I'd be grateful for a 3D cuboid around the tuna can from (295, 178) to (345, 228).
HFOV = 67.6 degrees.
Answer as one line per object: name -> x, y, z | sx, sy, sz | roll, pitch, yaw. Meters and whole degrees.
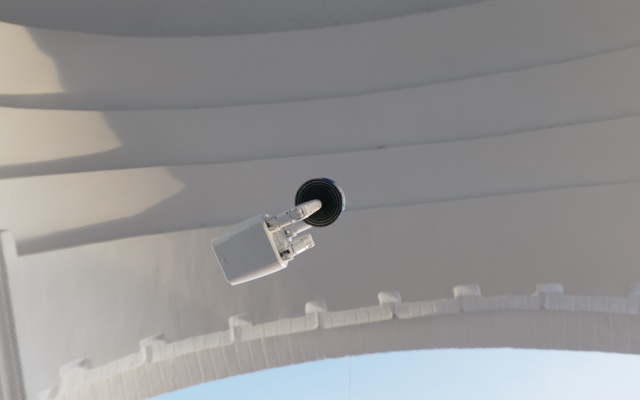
tuna can -> 0.000, 0.003, 0.838 | 0.086, 0.086, 0.034 | 0, 7, 14
